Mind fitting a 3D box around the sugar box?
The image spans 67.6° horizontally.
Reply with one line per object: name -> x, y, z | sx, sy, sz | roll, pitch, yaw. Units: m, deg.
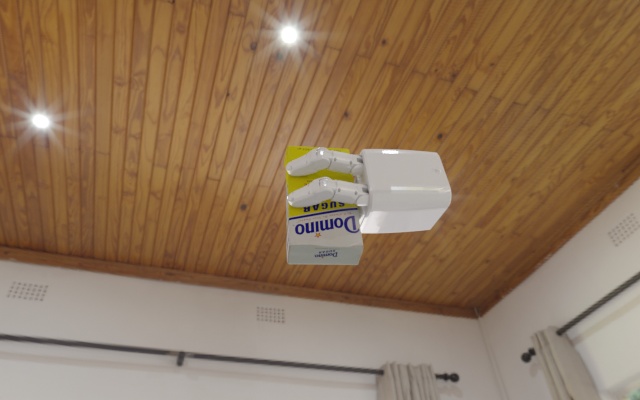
sugar box -> 0.000, 0.002, 0.638 | 0.093, 0.176, 0.048 | 1, -43, -8
